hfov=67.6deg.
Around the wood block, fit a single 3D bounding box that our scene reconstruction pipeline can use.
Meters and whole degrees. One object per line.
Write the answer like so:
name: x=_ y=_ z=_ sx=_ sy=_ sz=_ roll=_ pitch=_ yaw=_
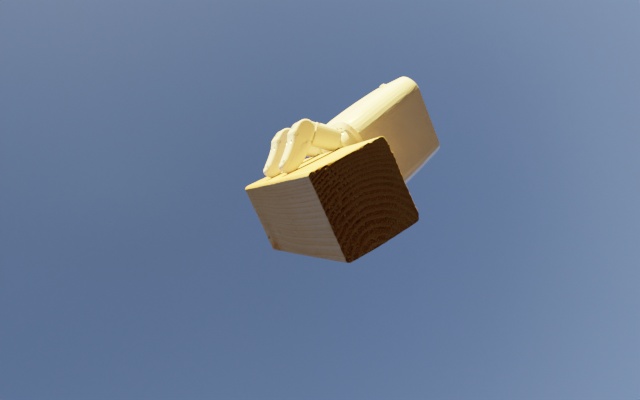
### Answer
wood block: x=0.000 y=0.002 z=0.523 sx=0.090 sy=0.091 sz=0.206 roll=-28 pitch=9 yaw=-22
